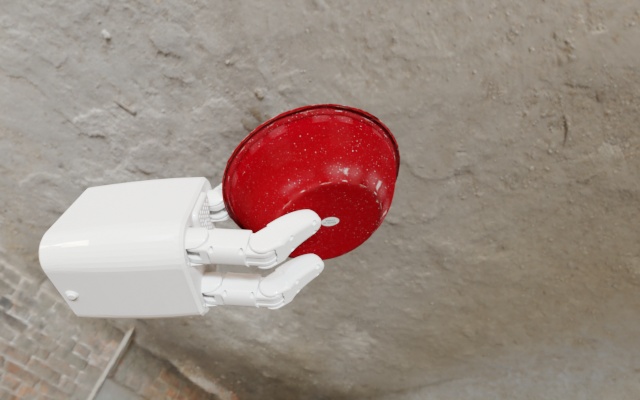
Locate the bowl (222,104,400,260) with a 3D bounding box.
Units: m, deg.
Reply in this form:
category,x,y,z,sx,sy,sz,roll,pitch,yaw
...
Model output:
category,x,y,z,sx,sy,sz,roll,pitch,yaw
bowl,0.001,0.001,0.406,0.162,0.162,0.055,0,42,-19
